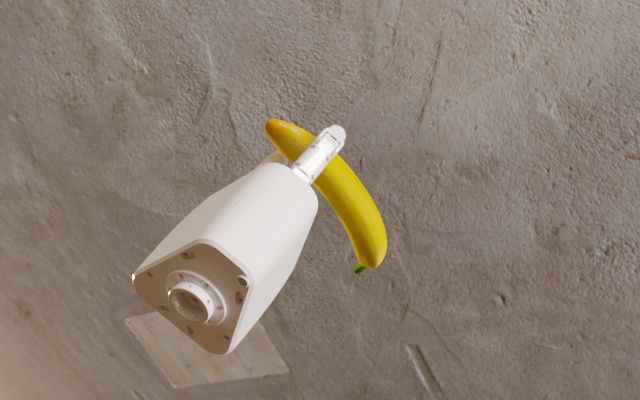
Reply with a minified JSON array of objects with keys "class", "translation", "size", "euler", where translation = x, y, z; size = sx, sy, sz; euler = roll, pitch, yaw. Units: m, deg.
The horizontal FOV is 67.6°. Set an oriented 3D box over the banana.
[{"class":"banana","translation":[0.016,0.000,0.470],"size":[0.069,0.198,0.037],"euler":[-15,25,35]}]
